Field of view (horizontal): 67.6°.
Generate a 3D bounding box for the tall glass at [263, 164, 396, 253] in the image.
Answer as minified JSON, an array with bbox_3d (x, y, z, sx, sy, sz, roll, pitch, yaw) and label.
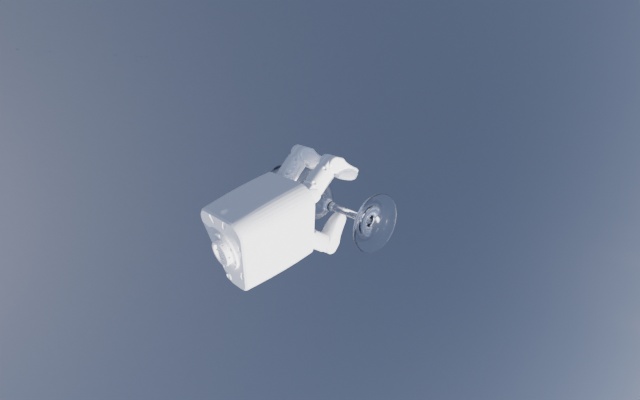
[{"bbox_3d":[0.001,0.002,0.637,0.079,0.079,0.201,0,15,-43],"label":"tall glass"}]
